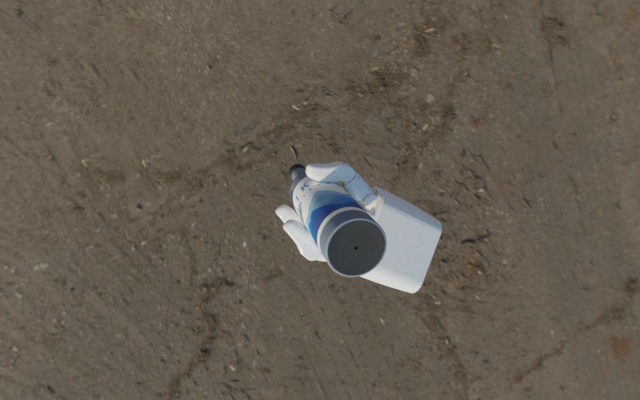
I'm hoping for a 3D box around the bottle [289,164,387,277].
[{"bbox_3d":[0.000,0.002,0.621,0.069,0.069,0.295,0,19,-15],"label":"bottle"}]
